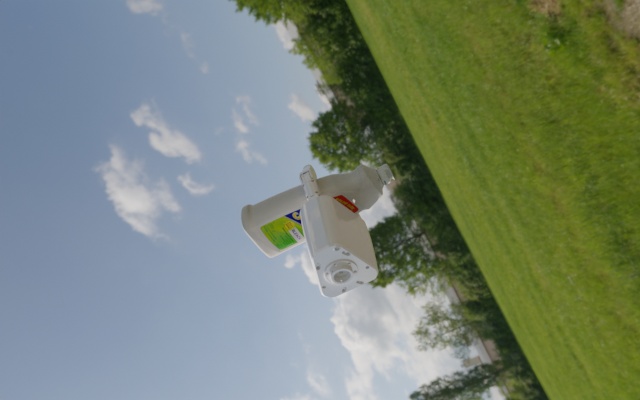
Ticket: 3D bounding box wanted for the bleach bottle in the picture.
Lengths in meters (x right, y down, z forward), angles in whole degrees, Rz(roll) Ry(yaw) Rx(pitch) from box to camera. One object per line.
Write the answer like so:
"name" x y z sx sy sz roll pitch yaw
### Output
"bleach bottle" 0.000 0.003 0.792 0.251 0.103 0.068 -27 37 11
